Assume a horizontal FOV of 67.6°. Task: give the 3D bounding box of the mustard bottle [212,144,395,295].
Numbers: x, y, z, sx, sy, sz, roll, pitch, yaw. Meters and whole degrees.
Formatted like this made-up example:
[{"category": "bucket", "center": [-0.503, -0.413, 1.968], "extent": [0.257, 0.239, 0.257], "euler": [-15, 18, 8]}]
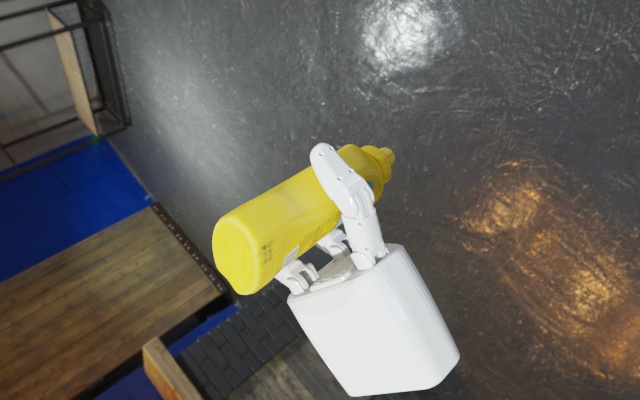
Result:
[{"category": "mustard bottle", "center": [0.000, 0.001, 0.415], "extent": [0.191, 0.058, 0.096], "euler": [-33, -18, -32]}]
